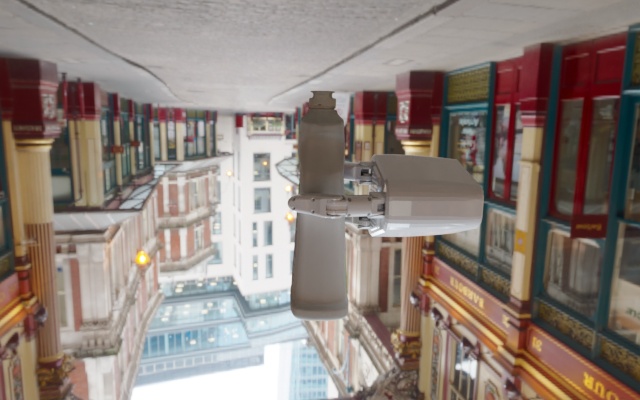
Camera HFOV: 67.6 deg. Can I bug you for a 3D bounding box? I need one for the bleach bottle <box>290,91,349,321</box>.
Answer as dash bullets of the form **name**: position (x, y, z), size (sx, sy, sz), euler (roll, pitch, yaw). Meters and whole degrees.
- **bleach bottle**: position (0.000, 0.002, 0.551), size (0.068, 0.251, 0.102), euler (1, 10, -4)
